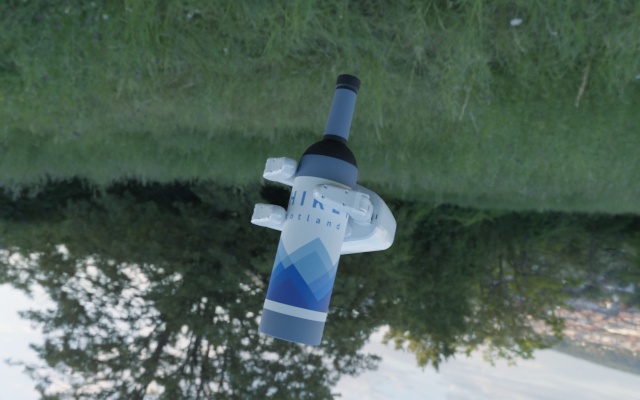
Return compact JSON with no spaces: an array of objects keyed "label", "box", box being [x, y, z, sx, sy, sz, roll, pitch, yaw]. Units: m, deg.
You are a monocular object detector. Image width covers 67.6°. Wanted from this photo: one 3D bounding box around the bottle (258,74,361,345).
[{"label":"bottle","box":[0.000,0.002,0.523,0.069,0.295,0.069,13,-10,2]}]
